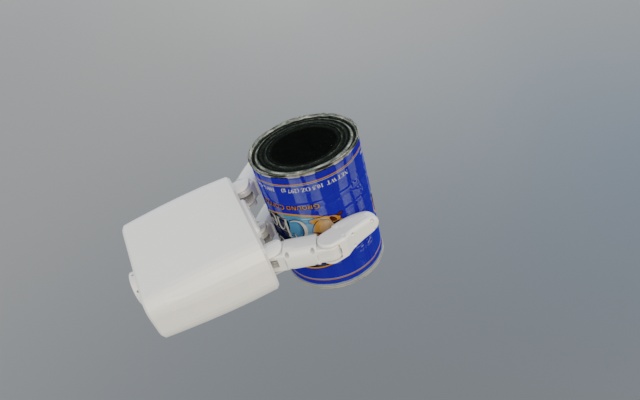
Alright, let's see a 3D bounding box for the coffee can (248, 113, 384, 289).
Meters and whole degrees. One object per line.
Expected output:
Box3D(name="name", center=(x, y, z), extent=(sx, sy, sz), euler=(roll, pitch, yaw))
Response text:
Box3D(name="coffee can", center=(0.000, 0.002, 0.466), extent=(0.103, 0.140, 0.102), euler=(-11, 37, 8))
